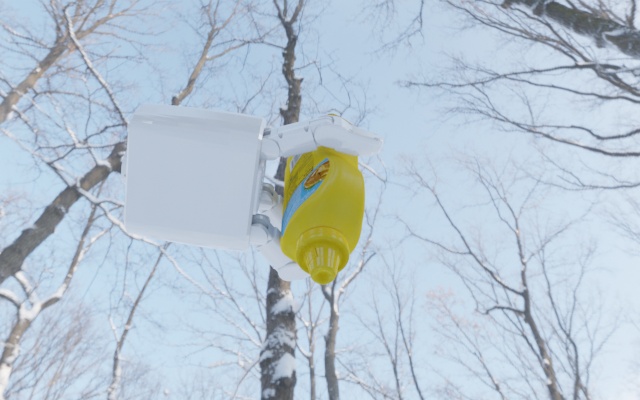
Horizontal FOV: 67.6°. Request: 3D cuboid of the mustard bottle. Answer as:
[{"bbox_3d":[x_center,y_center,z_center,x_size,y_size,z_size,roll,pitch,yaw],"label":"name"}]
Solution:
[{"bbox_3d":[0.000,0.001,0.420,0.058,0.096,0.191,29,28,-18],"label":"mustard bottle"}]
